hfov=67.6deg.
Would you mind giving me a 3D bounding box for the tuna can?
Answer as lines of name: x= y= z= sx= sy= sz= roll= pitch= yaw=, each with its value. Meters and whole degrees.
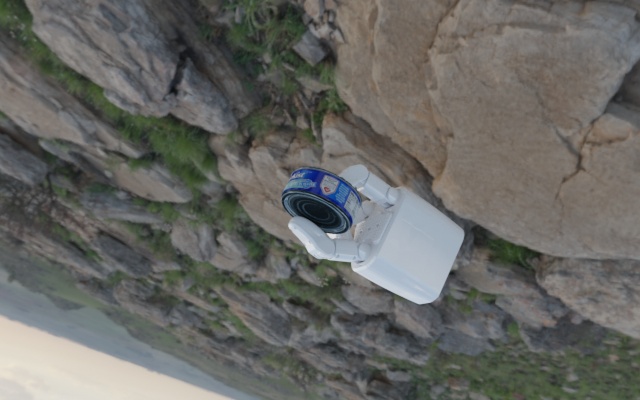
tuna can: x=0.000 y=0.002 z=0.528 sx=0.086 sy=0.033 sz=0.086 roll=20 pitch=-27 yaw=11
